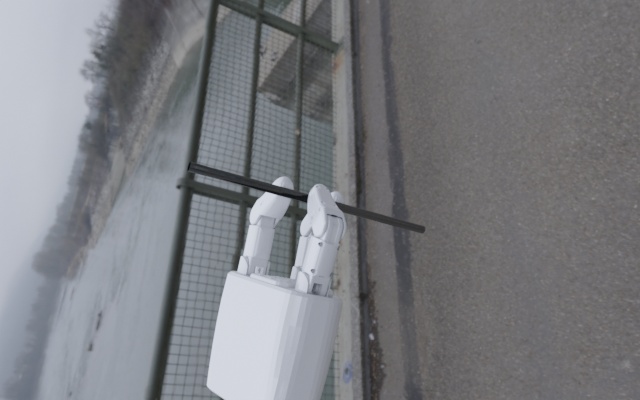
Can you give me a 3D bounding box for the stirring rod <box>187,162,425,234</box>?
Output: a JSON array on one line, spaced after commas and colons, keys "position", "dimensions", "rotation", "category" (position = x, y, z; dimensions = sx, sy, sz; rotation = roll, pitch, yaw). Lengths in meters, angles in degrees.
[{"position": [0.000, 0.002, 0.430], "dimensions": [0.239, 0.011, 0.011], "rotation": [15, -7, -27], "category": "stirring rod"}]
